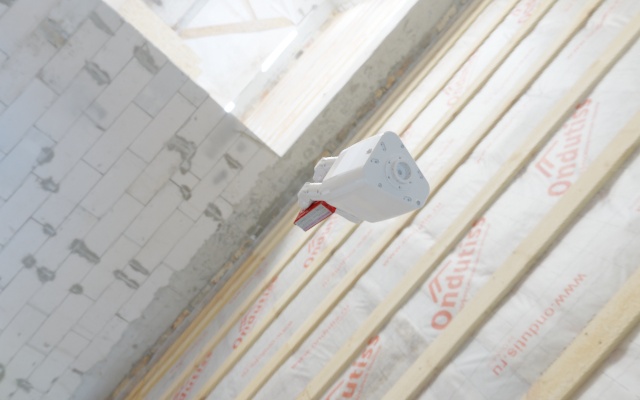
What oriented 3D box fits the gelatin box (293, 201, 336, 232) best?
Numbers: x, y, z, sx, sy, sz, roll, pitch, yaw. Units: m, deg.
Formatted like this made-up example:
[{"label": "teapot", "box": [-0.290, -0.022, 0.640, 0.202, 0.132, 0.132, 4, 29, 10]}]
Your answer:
[{"label": "gelatin box", "box": [0.000, 0.003, 0.781, 0.030, 0.073, 0.089, 37, -40, -13]}]
